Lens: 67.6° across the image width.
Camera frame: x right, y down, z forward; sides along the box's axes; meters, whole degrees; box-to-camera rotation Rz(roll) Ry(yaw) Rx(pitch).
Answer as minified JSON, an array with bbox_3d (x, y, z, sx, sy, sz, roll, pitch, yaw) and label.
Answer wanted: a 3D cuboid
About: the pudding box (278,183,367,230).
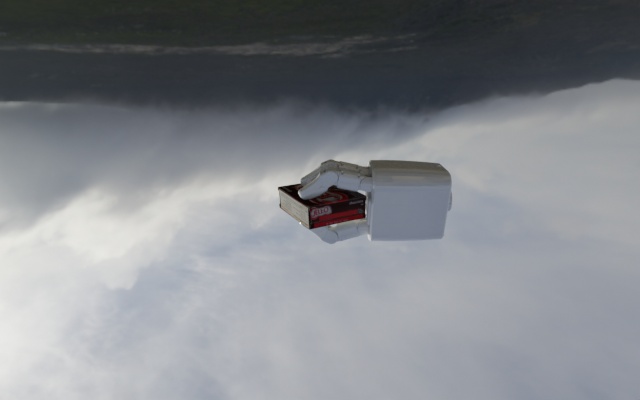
[{"bbox_3d":[0.000,0.002,0.690,0.090,0.039,0.113,-9,17,-25],"label":"pudding box"}]
